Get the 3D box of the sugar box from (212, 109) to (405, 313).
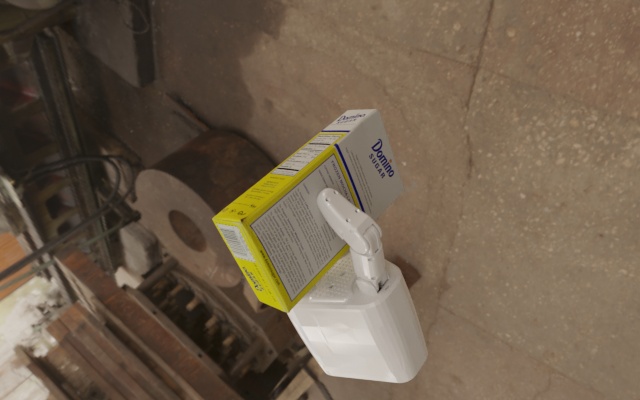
[{"bbox_3d":[0.000,0.001,0.419,0.048,0.093,0.176,7,40,44],"label":"sugar box"}]
